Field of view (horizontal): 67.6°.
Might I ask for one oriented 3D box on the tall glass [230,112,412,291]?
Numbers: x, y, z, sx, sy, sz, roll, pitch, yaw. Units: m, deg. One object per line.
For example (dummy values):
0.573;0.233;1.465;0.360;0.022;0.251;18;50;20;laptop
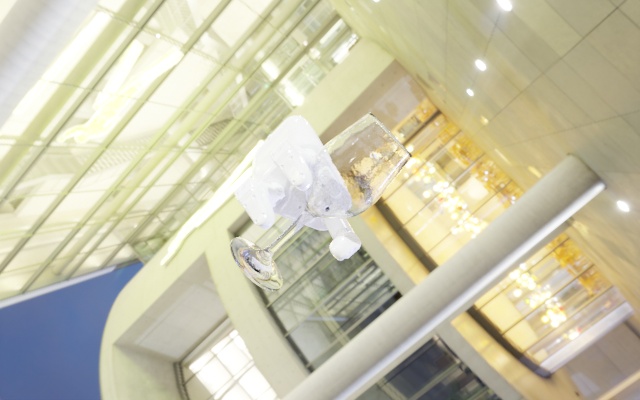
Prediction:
0.000;0.002;0.495;0.201;0.079;0.079;-44;-13;14;tall glass
